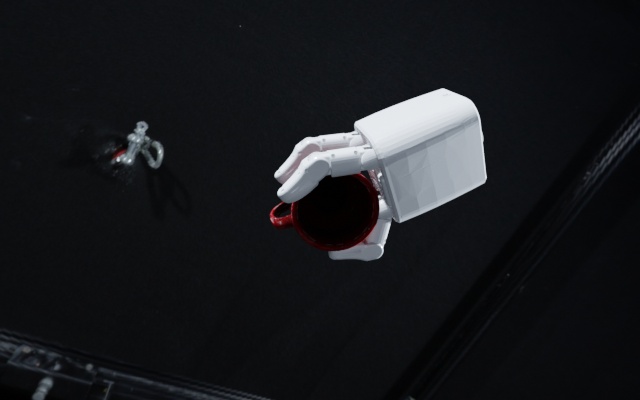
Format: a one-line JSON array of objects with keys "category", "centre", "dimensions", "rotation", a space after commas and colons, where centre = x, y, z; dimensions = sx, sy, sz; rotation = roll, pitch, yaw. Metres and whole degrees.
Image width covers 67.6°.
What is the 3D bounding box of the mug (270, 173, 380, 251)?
[{"category": "mug", "centre": [-0.001, 0.002, 0.532], "dimensions": [0.117, 0.093, 0.081], "rotation": [-22, 22, 1]}]
